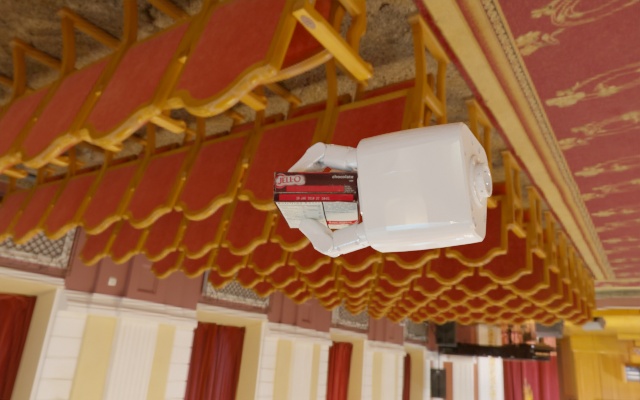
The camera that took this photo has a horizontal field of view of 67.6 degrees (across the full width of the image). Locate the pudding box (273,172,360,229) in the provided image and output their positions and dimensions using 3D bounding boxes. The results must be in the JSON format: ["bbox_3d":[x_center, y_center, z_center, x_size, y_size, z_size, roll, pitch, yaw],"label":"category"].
[{"bbox_3d":[0.000,0.002,0.539,0.090,0.039,0.113,1,-19,6],"label":"pudding box"}]
